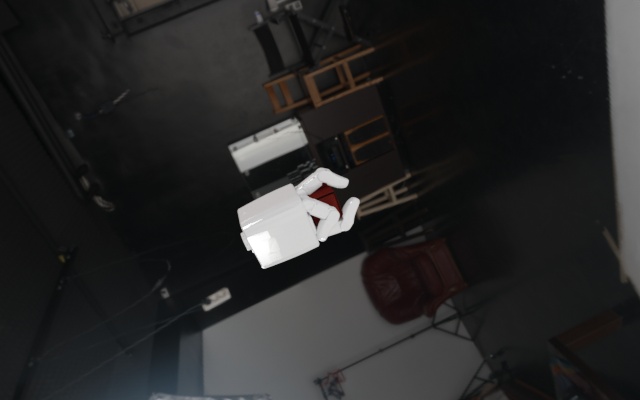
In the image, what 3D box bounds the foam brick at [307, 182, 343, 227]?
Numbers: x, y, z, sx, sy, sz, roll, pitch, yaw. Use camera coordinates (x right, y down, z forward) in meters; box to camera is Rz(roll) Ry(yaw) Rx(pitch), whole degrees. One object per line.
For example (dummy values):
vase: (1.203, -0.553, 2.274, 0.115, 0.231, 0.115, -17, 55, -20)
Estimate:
foam brick: (0.000, 0.003, 0.846, 0.051, 0.053, 0.078, -24, 23, -4)
